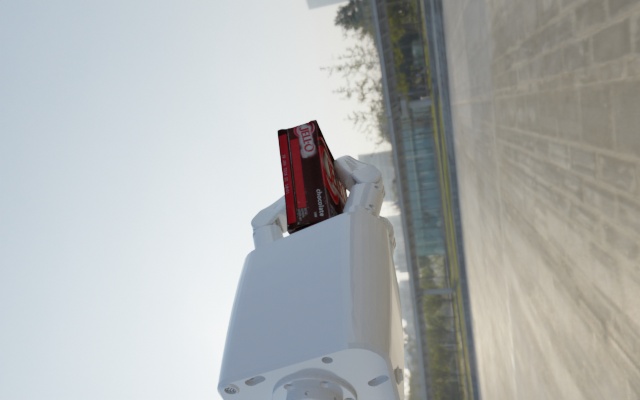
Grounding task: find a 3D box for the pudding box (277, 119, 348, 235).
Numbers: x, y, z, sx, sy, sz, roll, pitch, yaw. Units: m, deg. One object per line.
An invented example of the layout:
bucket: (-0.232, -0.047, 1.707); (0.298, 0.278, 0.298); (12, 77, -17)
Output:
pudding box: (0.000, 0.001, 0.401); (0.039, 0.090, 0.113); (-11, -26, 8)
